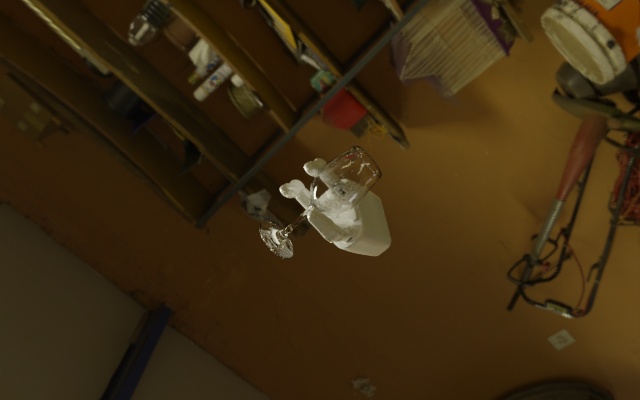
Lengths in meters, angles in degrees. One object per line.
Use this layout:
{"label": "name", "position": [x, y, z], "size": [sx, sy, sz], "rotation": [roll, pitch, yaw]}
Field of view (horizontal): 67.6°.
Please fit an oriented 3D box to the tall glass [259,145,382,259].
{"label": "tall glass", "position": [0.000, 0.003, 0.739], "size": [0.201, 0.079, 0.079], "rotation": [-41, -16, 19]}
